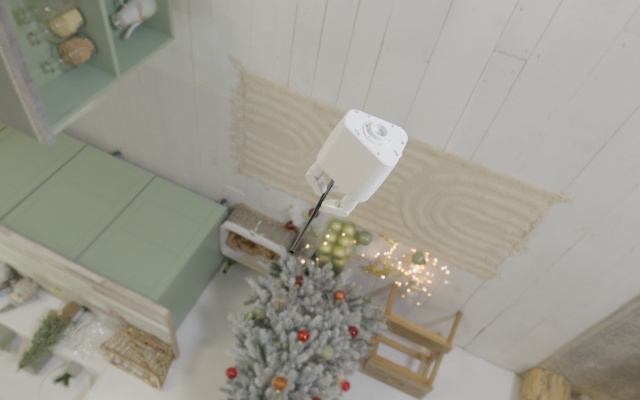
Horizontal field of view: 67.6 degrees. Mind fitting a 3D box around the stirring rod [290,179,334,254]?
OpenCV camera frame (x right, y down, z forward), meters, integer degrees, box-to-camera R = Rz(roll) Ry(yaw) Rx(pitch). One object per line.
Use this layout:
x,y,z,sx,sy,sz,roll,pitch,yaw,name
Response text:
0.000,0.003,0.852,0.011,0.011,0.239,0,43,32,stirring rod
